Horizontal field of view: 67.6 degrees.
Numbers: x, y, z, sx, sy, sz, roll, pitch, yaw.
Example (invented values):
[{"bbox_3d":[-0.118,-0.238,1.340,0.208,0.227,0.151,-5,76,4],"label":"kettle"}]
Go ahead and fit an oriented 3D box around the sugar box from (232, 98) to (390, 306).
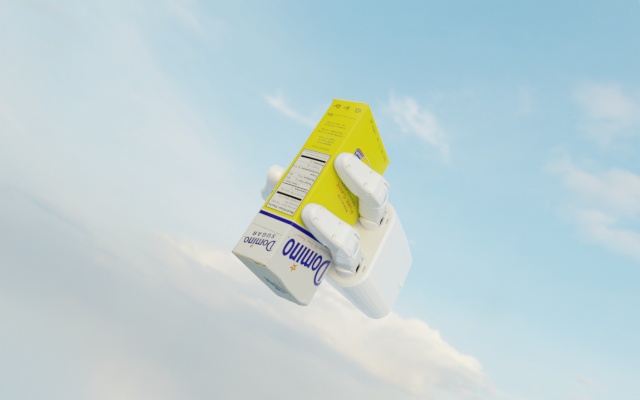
[{"bbox_3d":[0.001,0.002,0.442,0.048,0.176,0.093,15,-25,32],"label":"sugar box"}]
